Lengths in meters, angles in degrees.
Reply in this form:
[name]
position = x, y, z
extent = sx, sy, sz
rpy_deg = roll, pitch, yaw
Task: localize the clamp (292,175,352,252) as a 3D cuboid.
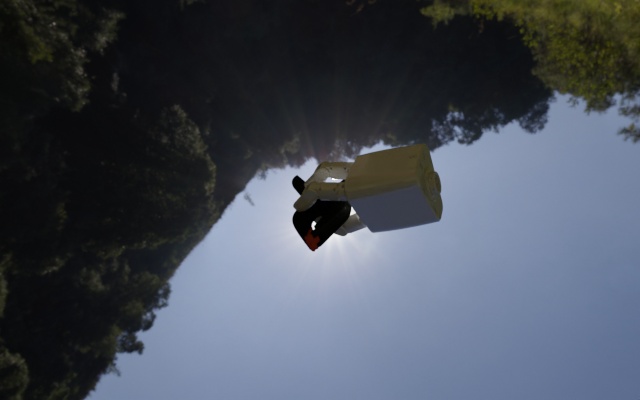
[clamp]
position = 0.000, 0.003, 0.752
extent = 0.164, 0.036, 0.209
rpy_deg = -10, 32, 29
